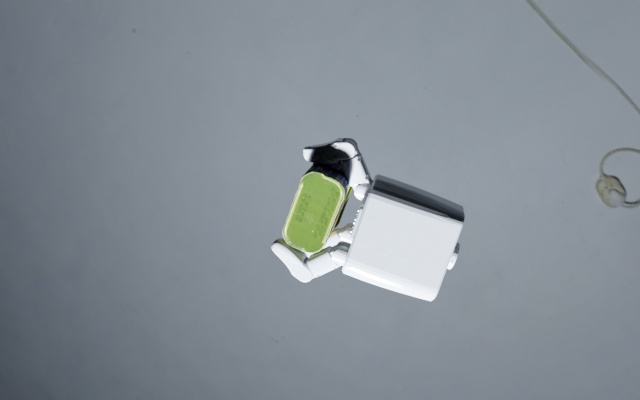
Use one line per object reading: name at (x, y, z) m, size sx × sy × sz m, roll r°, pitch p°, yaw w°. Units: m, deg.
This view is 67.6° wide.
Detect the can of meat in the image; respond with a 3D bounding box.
can of meat at (0.000, 0.002, 0.559) m, size 0.057 × 0.102 × 0.084 m, roll 22°, pitch 22°, yaw 4°
